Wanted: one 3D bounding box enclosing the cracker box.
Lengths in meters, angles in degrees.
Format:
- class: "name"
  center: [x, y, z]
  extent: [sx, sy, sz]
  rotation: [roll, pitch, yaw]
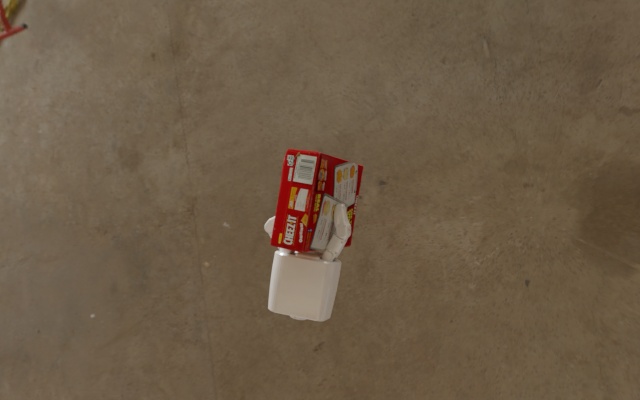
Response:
- class: "cracker box"
  center: [0.000, 0.003, 0.858]
  extent: [0.072, 0.164, 0.214]
  rotation: [10, 2, 24]
